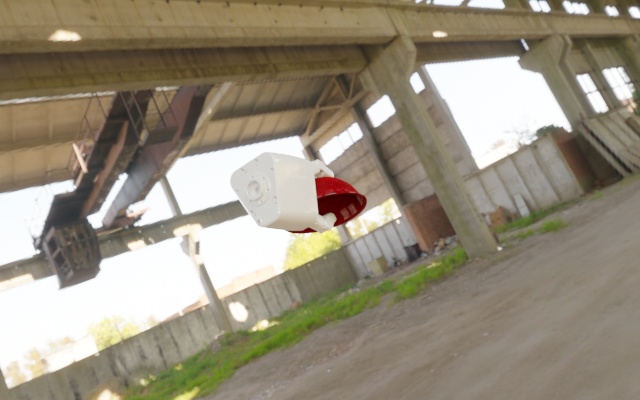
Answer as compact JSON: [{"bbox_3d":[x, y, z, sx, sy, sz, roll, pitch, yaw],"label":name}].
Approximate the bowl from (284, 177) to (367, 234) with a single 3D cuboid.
[{"bbox_3d":[0.000,0.003,0.870,0.162,0.055,0.162,-14,-24,-6],"label":"bowl"}]
